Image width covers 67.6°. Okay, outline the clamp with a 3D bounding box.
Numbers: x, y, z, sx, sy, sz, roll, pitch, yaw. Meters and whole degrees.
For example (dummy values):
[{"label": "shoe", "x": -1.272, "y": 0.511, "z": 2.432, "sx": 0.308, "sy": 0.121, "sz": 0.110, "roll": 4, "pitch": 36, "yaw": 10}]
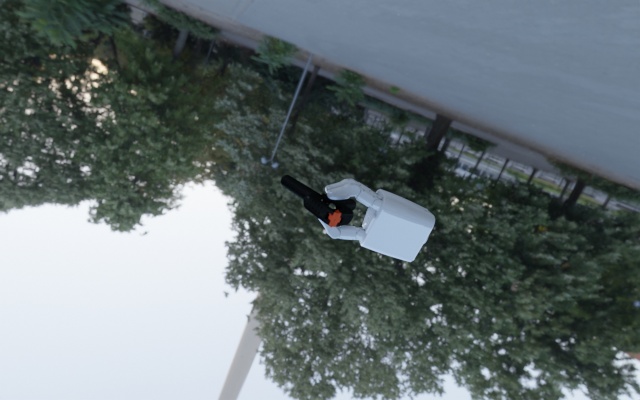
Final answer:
[{"label": "clamp", "x": 0.000, "y": 0.004, "z": 0.891, "sx": 0.164, "sy": 0.036, "sz": 0.210, "roll": 20, "pitch": 11, "yaw": -6}]
